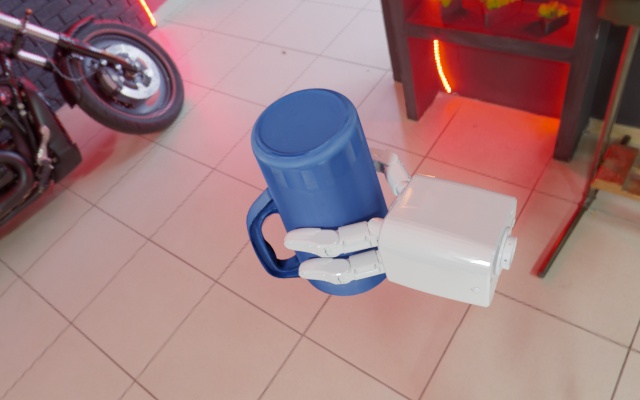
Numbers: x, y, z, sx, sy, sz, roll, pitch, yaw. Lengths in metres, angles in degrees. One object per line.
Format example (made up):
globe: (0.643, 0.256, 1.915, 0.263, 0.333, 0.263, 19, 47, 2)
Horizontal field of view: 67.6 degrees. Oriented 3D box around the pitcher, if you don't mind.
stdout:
pitcher: (0.000, 0.002, 0.542, 0.145, 0.149, 0.243, 16, -31, 27)
